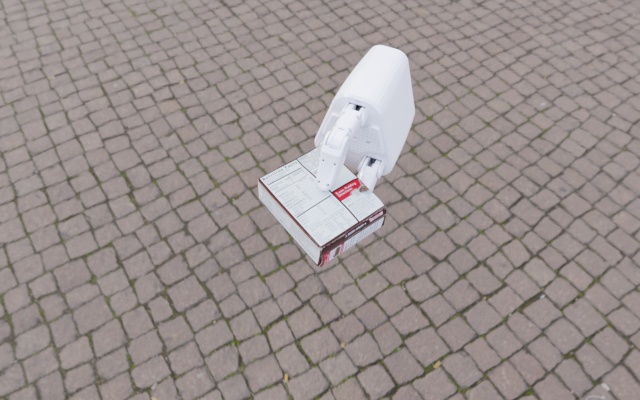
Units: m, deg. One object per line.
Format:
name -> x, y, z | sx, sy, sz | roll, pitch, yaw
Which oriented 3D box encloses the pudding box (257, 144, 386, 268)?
pudding box -> 0.000, 0.002, 0.504 | 0.090, 0.113, 0.039 | -31, -31, -22
